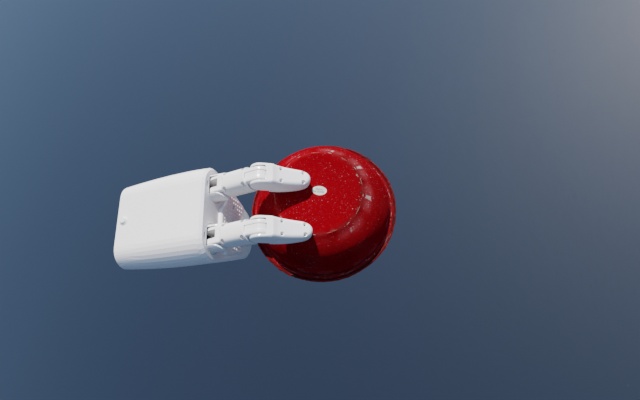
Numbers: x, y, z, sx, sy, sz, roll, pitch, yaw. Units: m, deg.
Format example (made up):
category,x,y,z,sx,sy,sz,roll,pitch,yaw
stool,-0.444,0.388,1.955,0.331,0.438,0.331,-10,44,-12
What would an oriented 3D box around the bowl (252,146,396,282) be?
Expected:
category,x,y,z,sx,sy,sz,roll,pitch,yaw
bowl,0.001,0.001,0.507,0.162,0.162,0.055,0,-22,6
